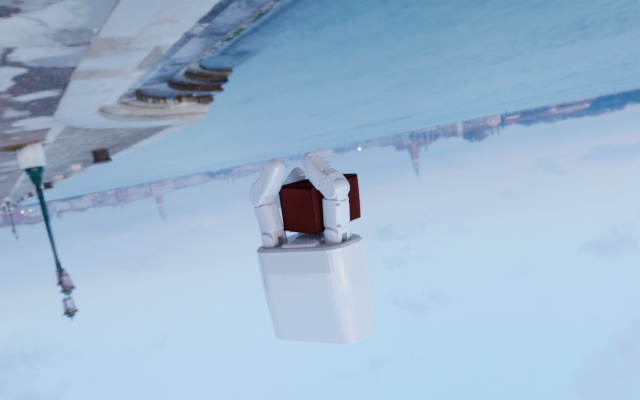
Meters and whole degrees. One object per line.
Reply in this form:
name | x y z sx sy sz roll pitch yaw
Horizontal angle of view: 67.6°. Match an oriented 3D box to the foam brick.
foam brick | 0.000 0.002 0.530 0.053 0.051 0.078 1 13 45
